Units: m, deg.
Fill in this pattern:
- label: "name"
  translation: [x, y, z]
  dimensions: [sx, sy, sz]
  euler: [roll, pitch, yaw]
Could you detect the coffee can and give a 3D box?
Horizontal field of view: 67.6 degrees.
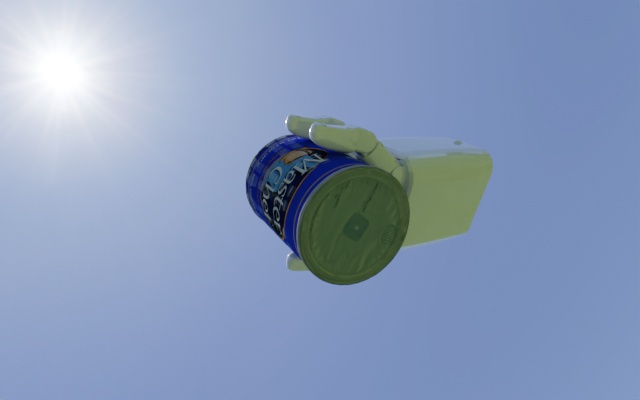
- label: "coffee can"
  translation: [0.000, 0.002, 0.443]
  dimensions: [0.103, 0.103, 0.140]
  euler: [0, 18, -27]
